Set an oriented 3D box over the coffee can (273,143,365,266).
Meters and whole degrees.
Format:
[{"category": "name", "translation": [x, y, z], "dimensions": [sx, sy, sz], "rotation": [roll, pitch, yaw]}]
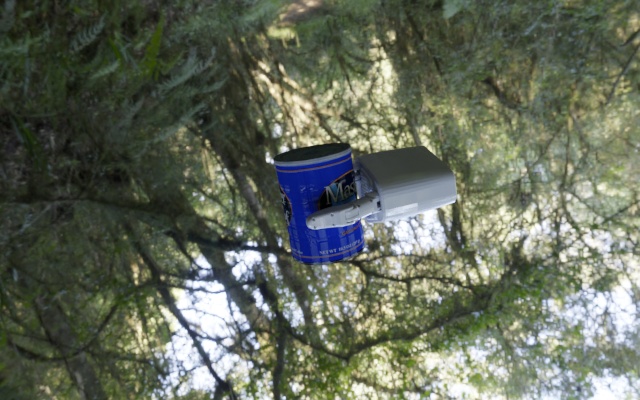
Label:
[{"category": "coffee can", "translation": [0.000, 0.002, 0.641], "dimensions": [0.103, 0.140, 0.102], "rotation": [-9, 15, 3]}]
